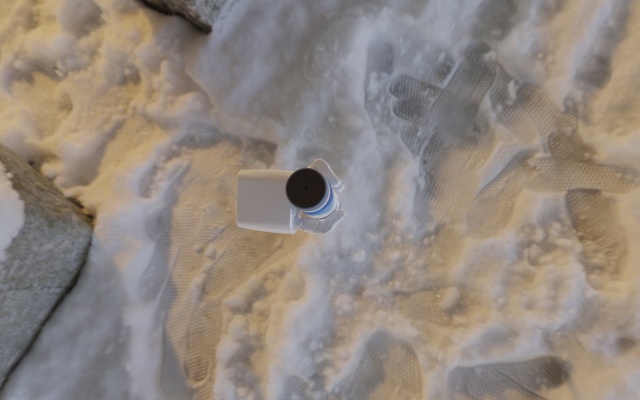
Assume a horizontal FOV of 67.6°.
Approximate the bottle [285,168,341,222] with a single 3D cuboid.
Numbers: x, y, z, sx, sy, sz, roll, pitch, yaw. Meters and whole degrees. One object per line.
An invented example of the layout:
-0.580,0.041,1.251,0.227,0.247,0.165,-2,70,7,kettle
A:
0.000,0.003,0.885,0.069,0.069,0.296,0,-9,9,bottle
